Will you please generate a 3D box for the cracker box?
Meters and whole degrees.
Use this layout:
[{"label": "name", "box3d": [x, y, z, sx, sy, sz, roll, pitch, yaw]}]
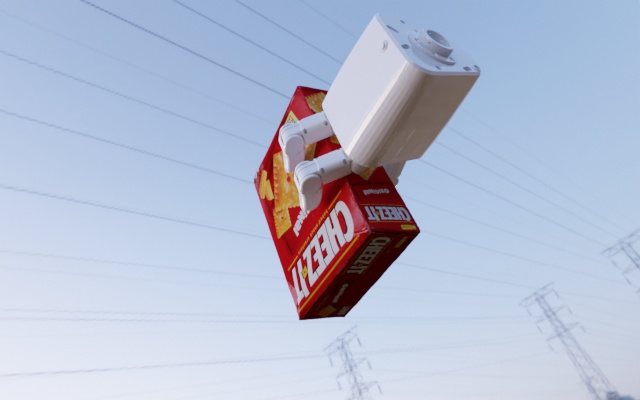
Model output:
[{"label": "cracker box", "box3d": [0.000, 0.002, 0.545, 0.072, 0.213, 0.164, 3, -43, -31]}]
